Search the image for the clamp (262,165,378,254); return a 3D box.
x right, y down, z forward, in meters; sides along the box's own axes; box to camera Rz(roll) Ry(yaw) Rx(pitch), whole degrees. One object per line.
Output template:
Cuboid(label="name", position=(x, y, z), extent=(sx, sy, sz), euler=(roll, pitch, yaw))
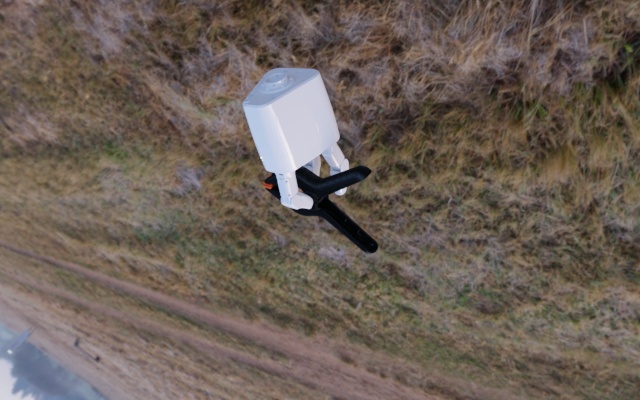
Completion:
Cuboid(label="clamp", position=(-0.001, 0.003, 0.751), extent=(0.210, 0.165, 0.036), euler=(13, 44, 35))
